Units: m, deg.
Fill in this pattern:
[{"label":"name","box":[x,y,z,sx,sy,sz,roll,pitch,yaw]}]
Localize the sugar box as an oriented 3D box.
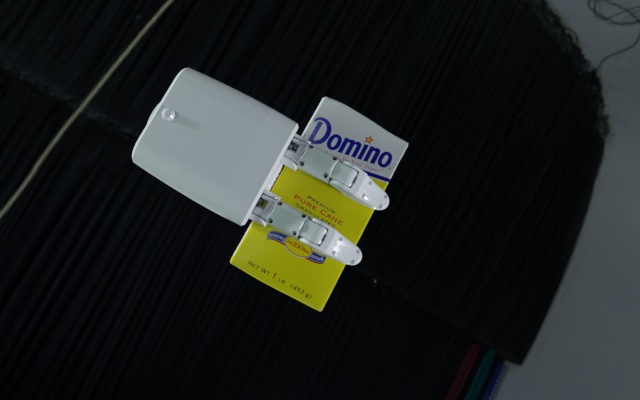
[{"label":"sugar box","box":[0.000,0.001,0.442,0.093,0.176,0.048,29,-8,-6]}]
